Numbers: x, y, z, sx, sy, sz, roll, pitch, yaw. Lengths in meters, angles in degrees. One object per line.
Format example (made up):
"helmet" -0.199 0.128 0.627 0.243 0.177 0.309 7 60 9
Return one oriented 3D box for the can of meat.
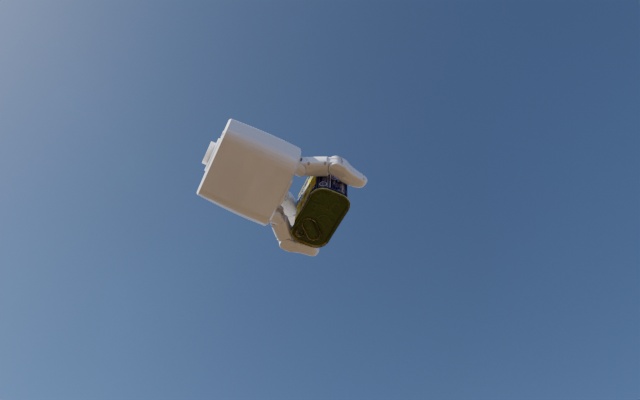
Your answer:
"can of meat" 0.000 0.002 0.687 0.057 0.102 0.084 21 34 -13
